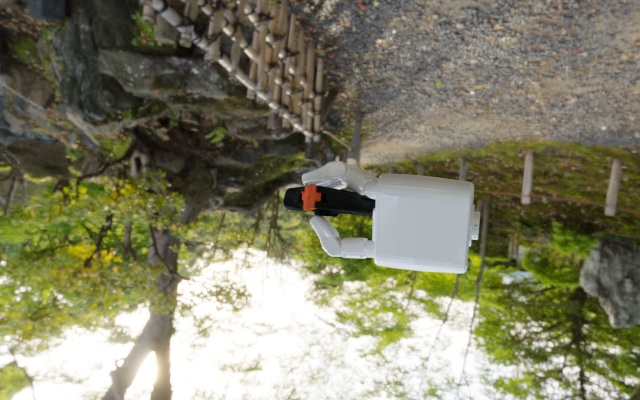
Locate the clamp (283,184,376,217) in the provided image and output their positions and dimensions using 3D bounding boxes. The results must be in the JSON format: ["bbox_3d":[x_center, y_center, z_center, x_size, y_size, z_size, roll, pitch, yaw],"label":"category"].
[{"bbox_3d":[0.000,0.003,0.615,0.164,0.036,0.210,3,-3,19],"label":"clamp"}]
